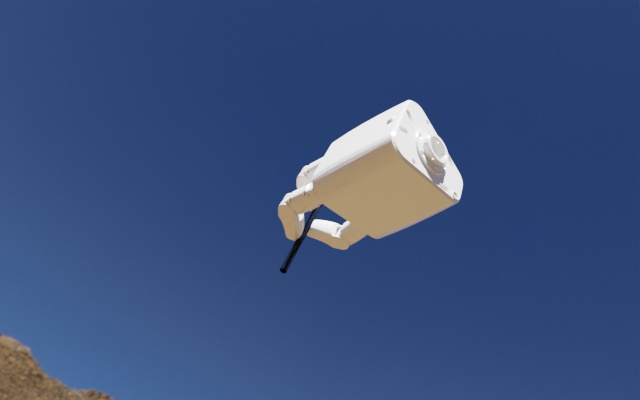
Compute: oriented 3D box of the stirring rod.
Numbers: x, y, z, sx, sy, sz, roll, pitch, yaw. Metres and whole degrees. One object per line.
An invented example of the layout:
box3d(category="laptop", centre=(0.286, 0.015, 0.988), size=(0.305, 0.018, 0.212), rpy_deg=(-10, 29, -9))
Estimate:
box3d(category="stirring rod", centre=(0.000, 0.002, 0.602), size=(0.011, 0.011, 0.239), rpy_deg=(0, 38, 25))
